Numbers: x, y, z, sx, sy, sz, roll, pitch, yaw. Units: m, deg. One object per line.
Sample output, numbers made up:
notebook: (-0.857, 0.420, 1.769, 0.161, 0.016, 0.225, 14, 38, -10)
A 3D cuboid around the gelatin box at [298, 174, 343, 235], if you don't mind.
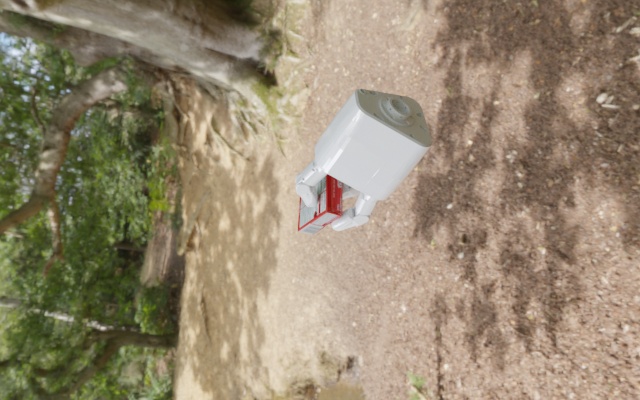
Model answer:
gelatin box: (0.000, 0.002, 0.713, 0.030, 0.073, 0.089, 17, -31, -26)
